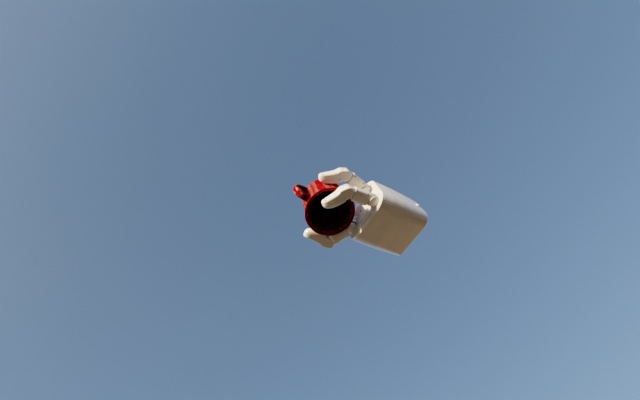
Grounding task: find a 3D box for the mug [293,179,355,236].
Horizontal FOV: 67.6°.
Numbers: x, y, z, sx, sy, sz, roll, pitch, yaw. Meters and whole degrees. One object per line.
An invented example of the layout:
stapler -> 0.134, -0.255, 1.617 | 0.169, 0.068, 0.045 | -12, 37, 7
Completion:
mug -> -0.001, 0.002, 0.889 | 0.117, 0.093, 0.081 | 25, 13, -18
